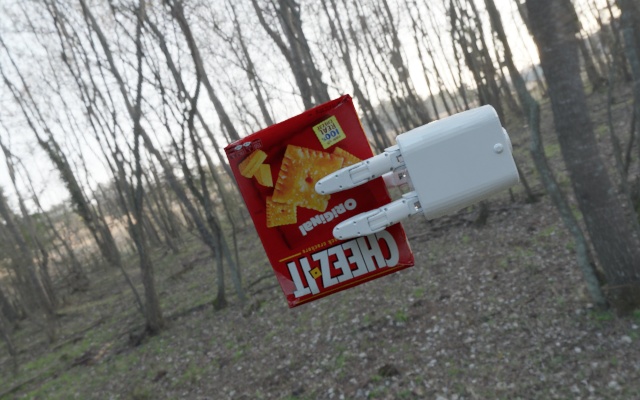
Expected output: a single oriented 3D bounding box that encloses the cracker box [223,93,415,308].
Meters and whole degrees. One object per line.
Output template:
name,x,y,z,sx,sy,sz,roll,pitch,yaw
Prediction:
cracker box,0.000,0.002,0.579,0.164,0.214,0.072,-21,5,10
